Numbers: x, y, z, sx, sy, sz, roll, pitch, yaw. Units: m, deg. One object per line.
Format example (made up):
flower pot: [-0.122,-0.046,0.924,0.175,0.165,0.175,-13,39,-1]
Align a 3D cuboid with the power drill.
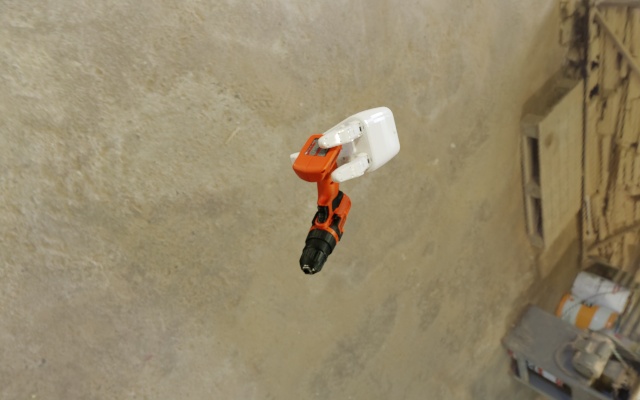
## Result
power drill: [0.000,0.002,0.776,0.057,0.188,0.184,8,42,16]
